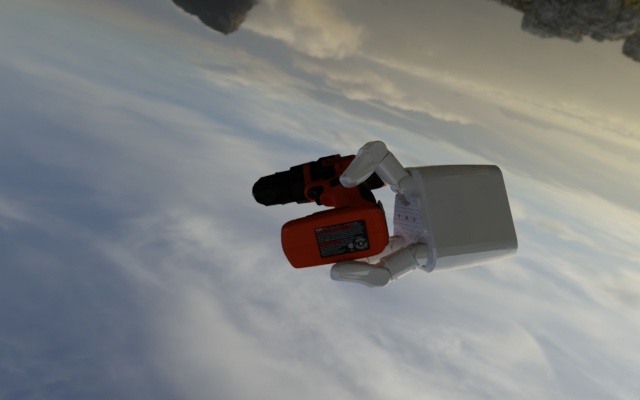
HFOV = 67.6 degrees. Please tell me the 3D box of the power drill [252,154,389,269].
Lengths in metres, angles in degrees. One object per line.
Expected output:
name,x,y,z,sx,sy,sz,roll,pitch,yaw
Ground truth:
power drill,0.000,0.002,0.549,0.184,0.057,0.187,-13,26,7
